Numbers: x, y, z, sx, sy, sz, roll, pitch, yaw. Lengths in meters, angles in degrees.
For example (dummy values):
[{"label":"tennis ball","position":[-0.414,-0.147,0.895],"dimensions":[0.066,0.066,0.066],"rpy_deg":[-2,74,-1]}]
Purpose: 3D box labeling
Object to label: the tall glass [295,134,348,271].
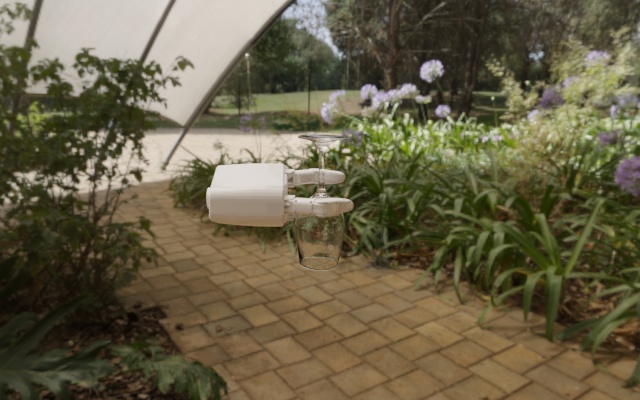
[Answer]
[{"label":"tall glass","position":[0.000,0.002,0.729],"dimensions":[0.079,0.201,0.079],"rpy_deg":[1,12,0]}]
